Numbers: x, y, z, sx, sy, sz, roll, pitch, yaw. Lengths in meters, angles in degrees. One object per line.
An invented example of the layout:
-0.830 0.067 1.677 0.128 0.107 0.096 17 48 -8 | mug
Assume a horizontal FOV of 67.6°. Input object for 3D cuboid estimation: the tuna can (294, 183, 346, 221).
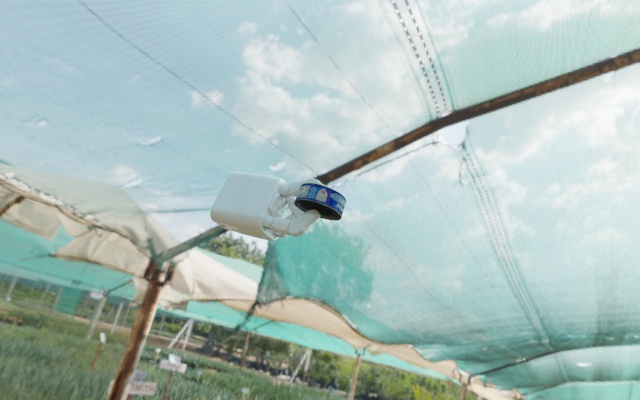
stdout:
0.000 0.002 0.819 0.086 0.033 0.086 17 -17 5 | tuna can
